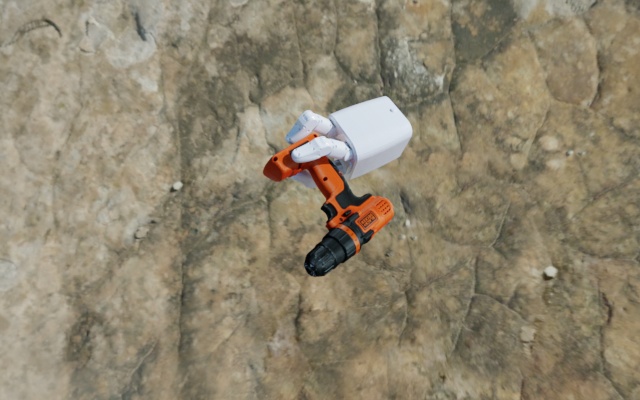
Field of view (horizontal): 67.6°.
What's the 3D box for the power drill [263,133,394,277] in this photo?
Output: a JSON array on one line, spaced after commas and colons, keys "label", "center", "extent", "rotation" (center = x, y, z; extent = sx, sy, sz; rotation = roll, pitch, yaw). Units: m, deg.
[{"label": "power drill", "center": [0.000, 0.002, 0.717], "extent": [0.184, 0.187, 0.057], "rotation": [-36, -6, -37]}]
